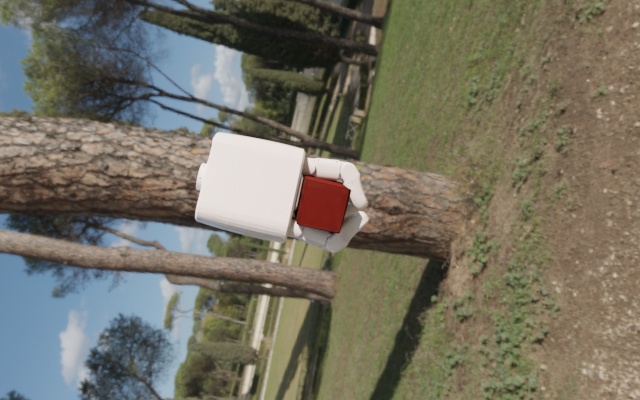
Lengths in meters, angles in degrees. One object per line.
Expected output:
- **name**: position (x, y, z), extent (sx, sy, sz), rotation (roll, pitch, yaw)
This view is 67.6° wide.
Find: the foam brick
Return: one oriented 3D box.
- **foam brick**: position (0.000, 0.002, 0.557), extent (0.051, 0.053, 0.078), rotation (13, 6, -7)
